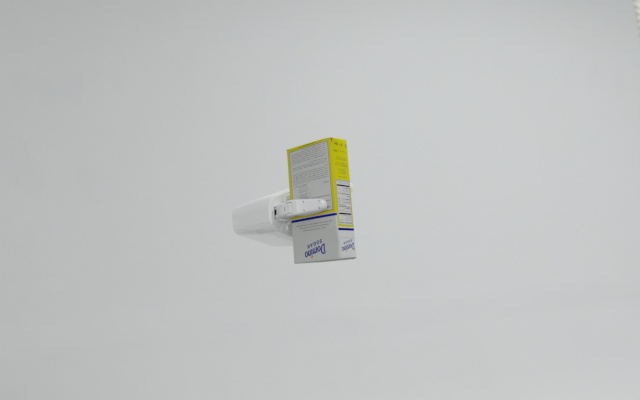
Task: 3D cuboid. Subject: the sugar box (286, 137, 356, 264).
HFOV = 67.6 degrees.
[{"bbox_3d":[0.000,0.002,0.705,0.093,0.176,0.048,-11,-8,42],"label":"sugar box"}]
